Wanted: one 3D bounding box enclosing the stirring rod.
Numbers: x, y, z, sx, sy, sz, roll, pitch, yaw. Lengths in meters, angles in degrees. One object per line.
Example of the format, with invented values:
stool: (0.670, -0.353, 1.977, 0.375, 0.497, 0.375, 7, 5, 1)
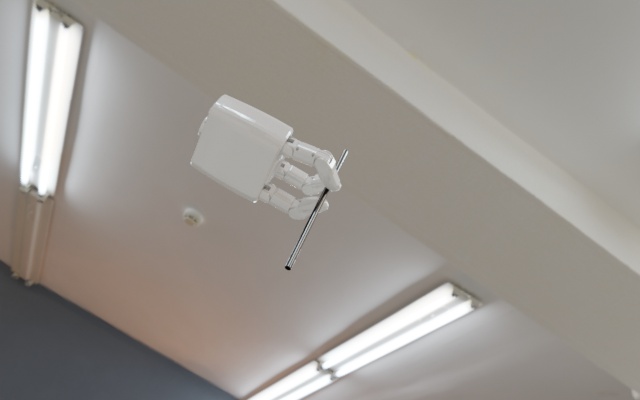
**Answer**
stirring rod: (0.000, 0.002, 0.639, 0.011, 0.011, 0.239, 0, 40, 24)
